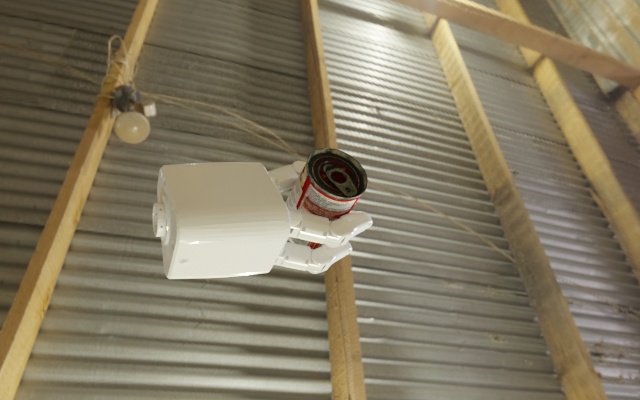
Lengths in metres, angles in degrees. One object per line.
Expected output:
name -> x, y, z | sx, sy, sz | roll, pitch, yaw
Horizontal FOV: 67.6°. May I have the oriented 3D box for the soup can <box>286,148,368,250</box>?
soup can -> 0.000, 0.002, 0.524 | 0.068, 0.068, 0.102 | 0, -37, -26
